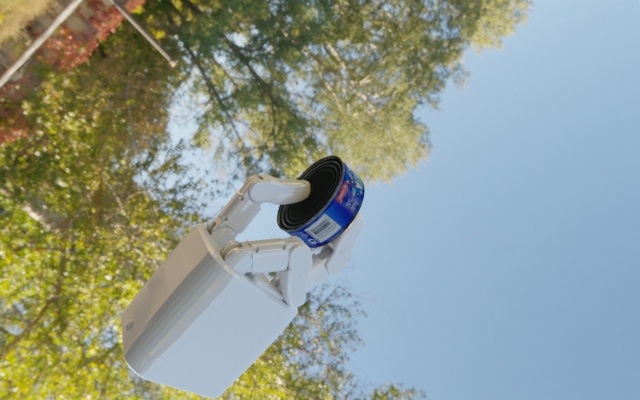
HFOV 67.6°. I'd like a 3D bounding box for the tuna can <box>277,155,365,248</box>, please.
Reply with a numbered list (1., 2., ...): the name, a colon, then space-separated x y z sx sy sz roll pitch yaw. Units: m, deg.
1. tuna can: 0.001 0.002 0.449 0.034 0.086 0.086 40 -21 -27
